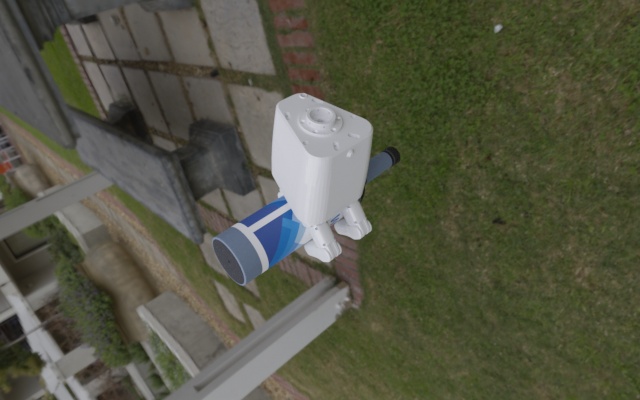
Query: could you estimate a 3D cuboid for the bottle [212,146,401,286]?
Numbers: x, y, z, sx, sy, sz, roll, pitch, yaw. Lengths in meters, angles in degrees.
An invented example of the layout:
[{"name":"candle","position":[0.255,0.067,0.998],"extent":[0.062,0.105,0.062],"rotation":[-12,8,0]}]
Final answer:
[{"name":"bottle","position":[0.000,0.002,0.628],"extent":[0.295,0.069,0.069],"rotation":[-33,18,-30]}]
